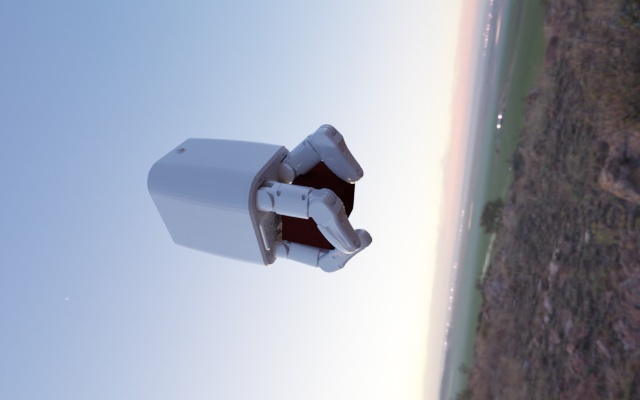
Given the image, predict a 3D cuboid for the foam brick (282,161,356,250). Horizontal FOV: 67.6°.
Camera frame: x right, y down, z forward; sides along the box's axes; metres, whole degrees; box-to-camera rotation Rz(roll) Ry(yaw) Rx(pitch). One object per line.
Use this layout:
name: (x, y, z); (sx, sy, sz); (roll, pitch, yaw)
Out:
foam brick: (0.000, 0.001, 0.460); (0.051, 0.053, 0.078); (11, 32, 14)
